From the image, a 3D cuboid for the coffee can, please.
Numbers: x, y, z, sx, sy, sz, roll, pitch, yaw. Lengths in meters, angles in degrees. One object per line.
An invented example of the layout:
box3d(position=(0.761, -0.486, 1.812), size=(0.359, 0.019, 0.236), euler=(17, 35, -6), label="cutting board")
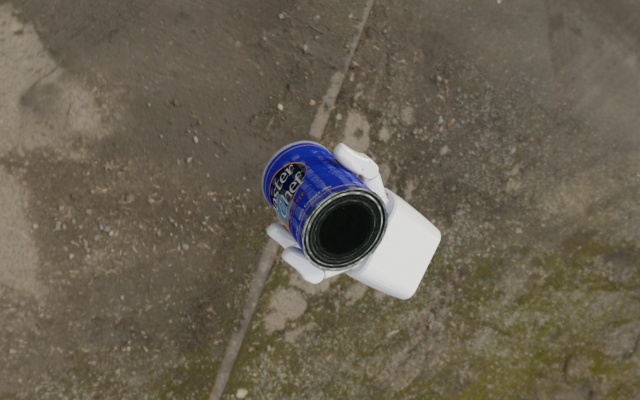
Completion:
box3d(position=(0.000, 0.002, 0.561), size=(0.103, 0.103, 0.140), euler=(0, 27, -26), label="coffee can")
